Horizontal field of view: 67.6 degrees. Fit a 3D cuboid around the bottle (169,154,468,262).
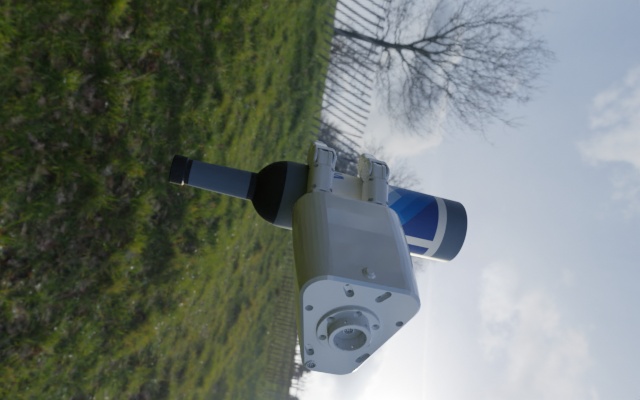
[{"bbox_3d":[0.000,0.002,0.482,0.296,0.069,0.069,13,-3,-12],"label":"bottle"}]
